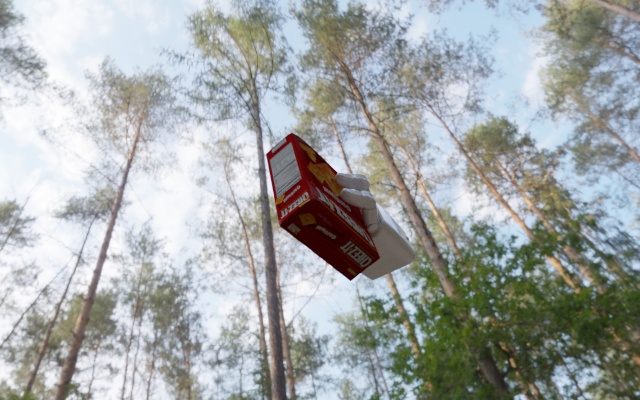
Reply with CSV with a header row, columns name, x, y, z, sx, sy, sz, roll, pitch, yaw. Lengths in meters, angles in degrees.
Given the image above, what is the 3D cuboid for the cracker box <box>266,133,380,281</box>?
name,x,y,z,sx,sy,sz,roll,pitch,yaw
cracker box,0.000,0.003,0.773,0.164,0.072,0.213,41,17,-32
